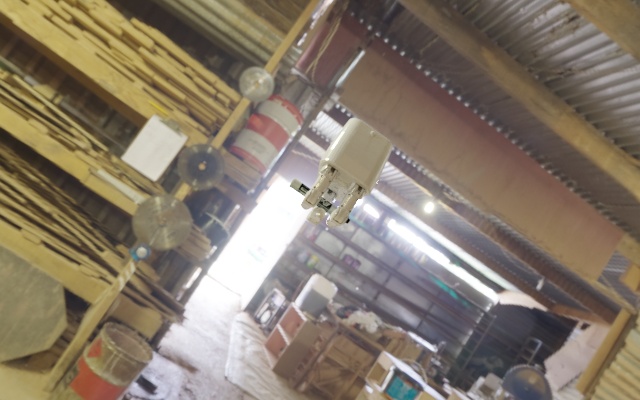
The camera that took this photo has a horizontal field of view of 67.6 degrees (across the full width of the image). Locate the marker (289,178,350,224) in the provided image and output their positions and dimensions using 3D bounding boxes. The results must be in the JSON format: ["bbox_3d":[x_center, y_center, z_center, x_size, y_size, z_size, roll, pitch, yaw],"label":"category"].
[{"bbox_3d":[0.000,0.003,0.819,0.121,0.020,0.020,35,-5,-8],"label":"marker"}]
